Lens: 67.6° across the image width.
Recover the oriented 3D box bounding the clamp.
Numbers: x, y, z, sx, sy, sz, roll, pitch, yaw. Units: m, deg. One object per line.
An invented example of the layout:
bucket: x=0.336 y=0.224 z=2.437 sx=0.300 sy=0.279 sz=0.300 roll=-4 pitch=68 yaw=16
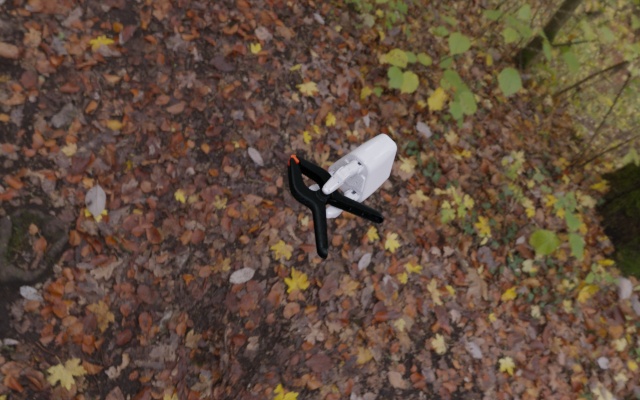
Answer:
clamp: x=0.000 y=0.002 z=0.892 sx=0.164 sy=0.210 sz=0.036 roll=-36 pitch=-13 yaw=-38
